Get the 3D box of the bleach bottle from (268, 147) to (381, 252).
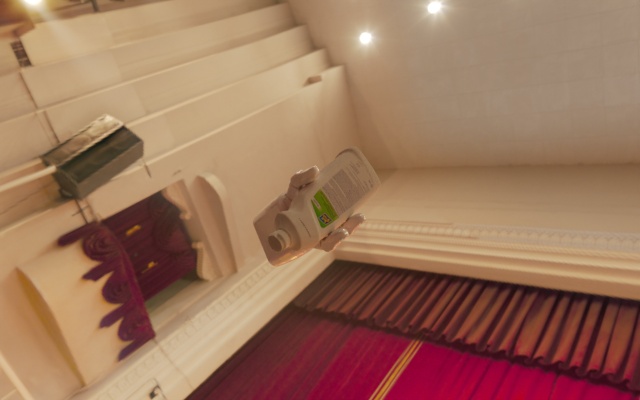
[{"bbox_3d":[0.000,0.003,0.803,0.250,0.102,0.068,-37,3,-42],"label":"bleach bottle"}]
